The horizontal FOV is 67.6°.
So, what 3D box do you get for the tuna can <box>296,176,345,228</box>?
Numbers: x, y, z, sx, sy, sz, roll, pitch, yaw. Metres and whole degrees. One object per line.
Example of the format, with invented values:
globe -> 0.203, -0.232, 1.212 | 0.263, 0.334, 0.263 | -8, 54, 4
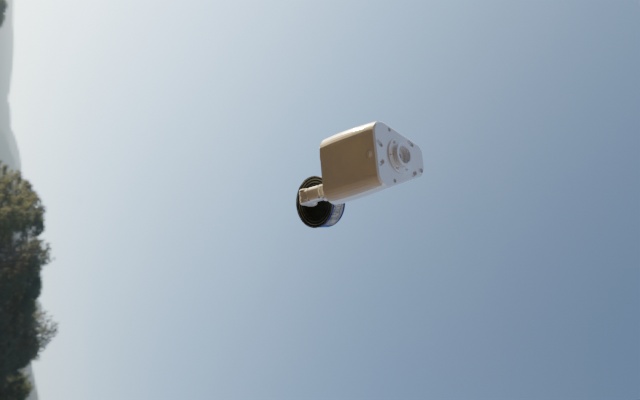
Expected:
tuna can -> 0.000, 0.003, 0.792 | 0.086, 0.086, 0.034 | 0, -1, 45
